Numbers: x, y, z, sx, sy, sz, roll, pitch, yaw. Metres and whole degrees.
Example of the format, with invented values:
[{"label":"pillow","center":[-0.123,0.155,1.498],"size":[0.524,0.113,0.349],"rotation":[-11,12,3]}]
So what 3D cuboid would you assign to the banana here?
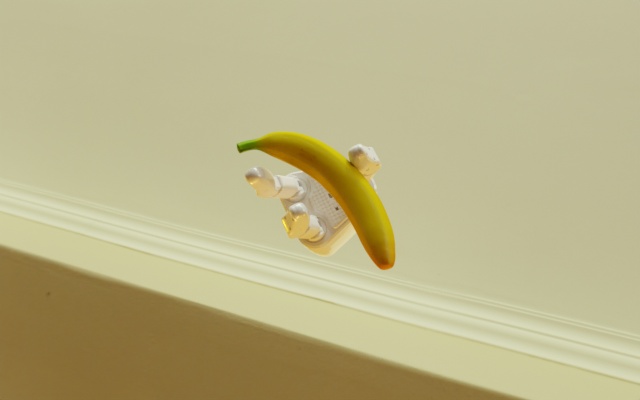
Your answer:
[{"label":"banana","center":[0.010,-0.014,0.481],"size":[0.197,0.069,0.037],"rotation":[38,-15,14]}]
